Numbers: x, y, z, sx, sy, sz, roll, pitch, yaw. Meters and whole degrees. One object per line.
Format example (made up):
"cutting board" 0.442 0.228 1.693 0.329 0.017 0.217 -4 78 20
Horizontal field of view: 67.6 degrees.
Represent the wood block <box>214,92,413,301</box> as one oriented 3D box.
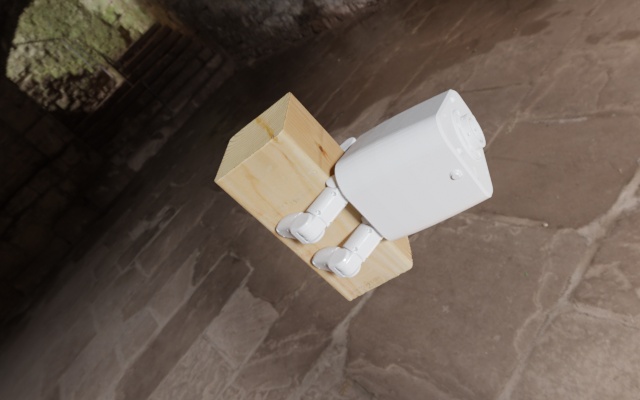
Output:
"wood block" 0.000 0.001 0.510 0.090 0.206 0.090 -33 28 23
